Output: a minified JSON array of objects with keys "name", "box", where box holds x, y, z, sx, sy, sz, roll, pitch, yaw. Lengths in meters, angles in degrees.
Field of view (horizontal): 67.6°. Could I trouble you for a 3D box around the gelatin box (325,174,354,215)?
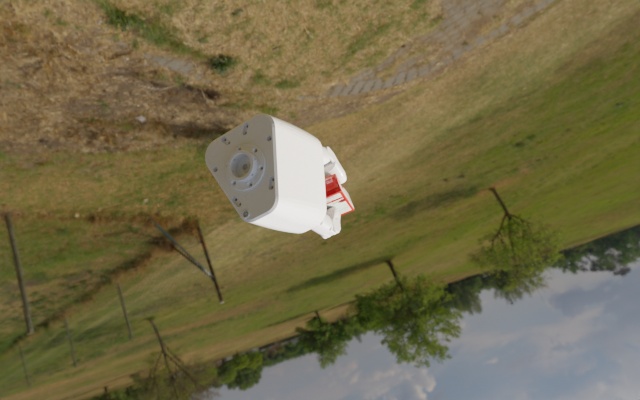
[{"name":"gelatin box","box":[0.000,0.003,0.650,0.073,0.030,0.089,-22,-22,8]}]
